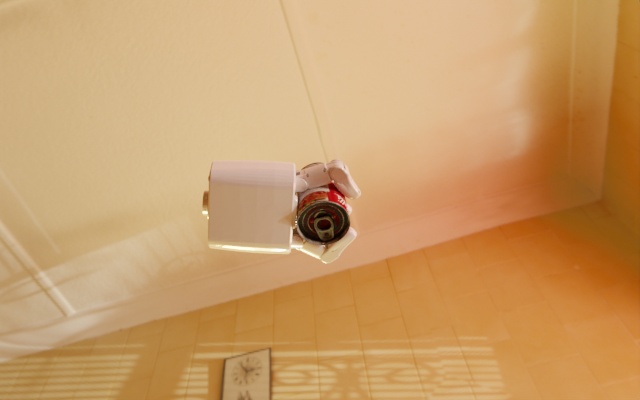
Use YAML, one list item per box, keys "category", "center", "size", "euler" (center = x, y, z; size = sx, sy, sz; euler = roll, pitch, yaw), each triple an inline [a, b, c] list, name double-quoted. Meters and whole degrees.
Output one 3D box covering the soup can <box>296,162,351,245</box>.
- category: "soup can"
  center: [0.001, 0.002, 0.636]
  size: [0.068, 0.068, 0.102]
  euler: [0, 33, -5]
